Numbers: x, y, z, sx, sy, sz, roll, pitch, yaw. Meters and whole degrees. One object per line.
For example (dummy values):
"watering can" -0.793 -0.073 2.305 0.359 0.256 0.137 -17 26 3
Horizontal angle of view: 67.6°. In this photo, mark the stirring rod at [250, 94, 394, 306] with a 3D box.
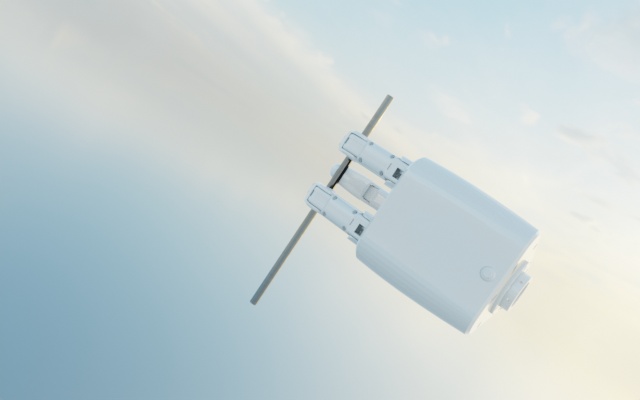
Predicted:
"stirring rod" 0.000 0.002 0.461 0.011 0.239 0.011 33 5 -3
